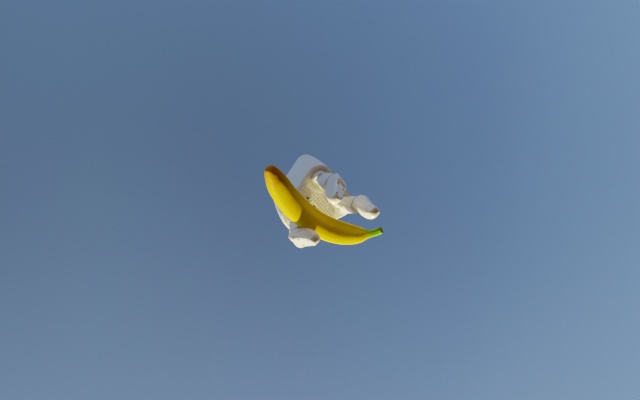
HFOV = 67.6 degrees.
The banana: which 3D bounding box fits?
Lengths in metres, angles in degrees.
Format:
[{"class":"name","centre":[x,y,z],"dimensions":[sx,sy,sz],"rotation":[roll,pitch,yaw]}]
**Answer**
[{"class":"banana","centre":[-0.007,0.018,0.697],"dimensions":[0.198,0.070,0.037],"rotation":[28,25,-18]}]
